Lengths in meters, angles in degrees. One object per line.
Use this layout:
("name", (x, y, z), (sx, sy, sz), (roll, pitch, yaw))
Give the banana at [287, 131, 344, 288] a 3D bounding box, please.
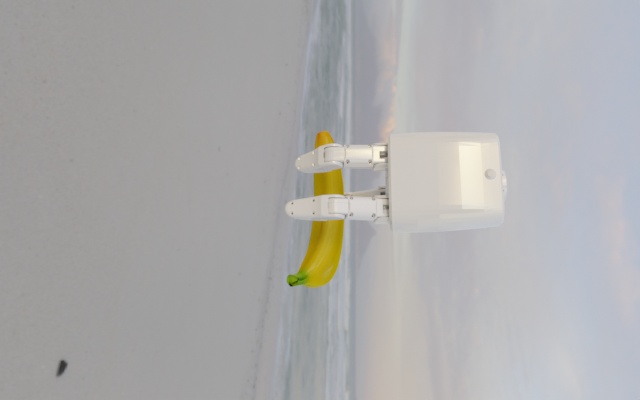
("banana", (0.004, 0.015, 0.517), (0.037, 0.197, 0.070), (-3, -37, 16))
